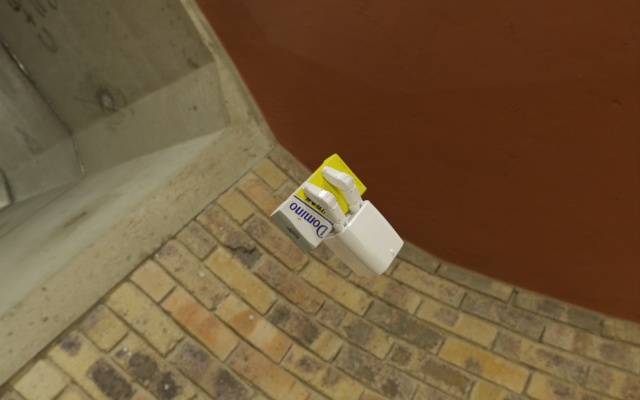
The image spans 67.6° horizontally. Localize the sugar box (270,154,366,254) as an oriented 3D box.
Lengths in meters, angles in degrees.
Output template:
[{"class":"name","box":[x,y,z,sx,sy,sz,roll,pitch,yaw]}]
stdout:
[{"class":"sugar box","box":[0.001,0.003,0.861,0.176,0.093,0.048,-48,9,-37]}]
